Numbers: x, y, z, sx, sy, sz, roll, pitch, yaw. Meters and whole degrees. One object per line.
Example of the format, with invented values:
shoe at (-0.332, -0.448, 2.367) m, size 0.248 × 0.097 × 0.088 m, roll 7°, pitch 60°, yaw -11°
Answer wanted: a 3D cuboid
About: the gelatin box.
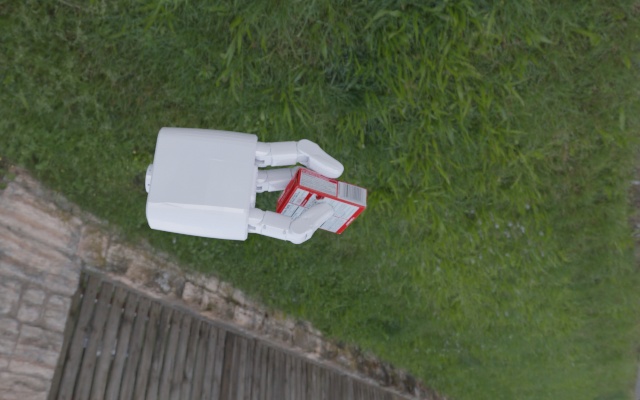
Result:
gelatin box at (0.000, 0.002, 0.568) m, size 0.089 × 0.030 × 0.073 m, roll 17°, pitch -35°, yaw -16°
